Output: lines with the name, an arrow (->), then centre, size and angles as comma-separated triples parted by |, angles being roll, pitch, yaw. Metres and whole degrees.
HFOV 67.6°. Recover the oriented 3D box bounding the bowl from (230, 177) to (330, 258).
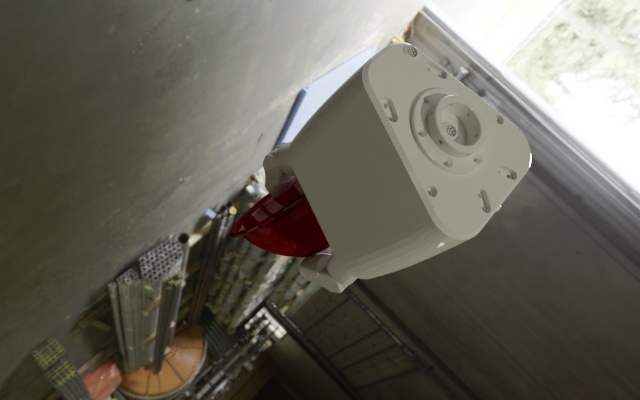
bowl -> 0.000, 0.002, 0.428 | 0.162, 0.055, 0.162 | -34, 11, 8
